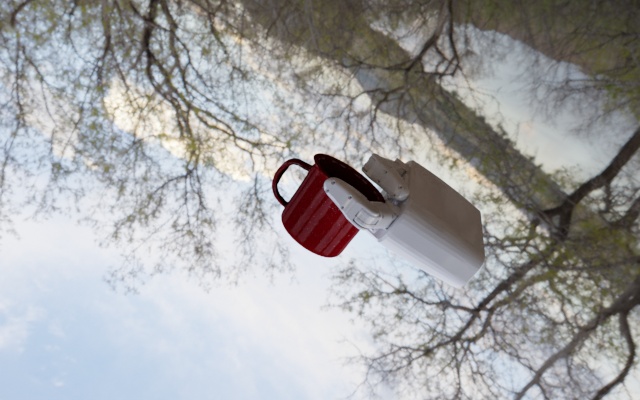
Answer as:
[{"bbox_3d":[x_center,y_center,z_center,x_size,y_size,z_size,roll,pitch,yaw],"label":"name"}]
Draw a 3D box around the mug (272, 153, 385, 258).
[{"bbox_3d":[-0.001,0.001,0.520,0.117,0.081,0.093,32,20,-9],"label":"mug"}]
